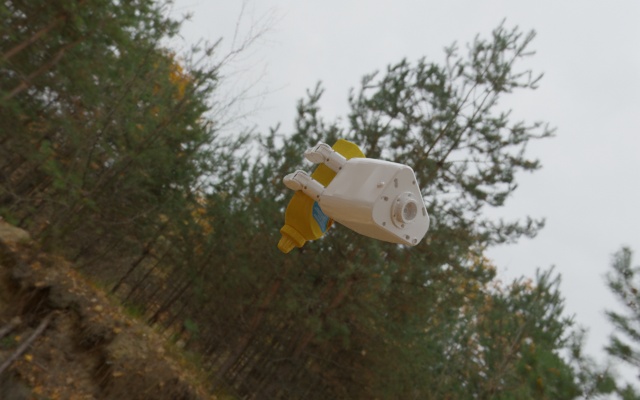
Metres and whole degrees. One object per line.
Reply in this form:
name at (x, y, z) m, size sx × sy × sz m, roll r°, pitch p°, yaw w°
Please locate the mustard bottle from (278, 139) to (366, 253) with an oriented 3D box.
mustard bottle at (0.000, 0.002, 0.739) m, size 0.058 × 0.191 × 0.096 m, roll 27°, pitch -20°, yaw 31°
